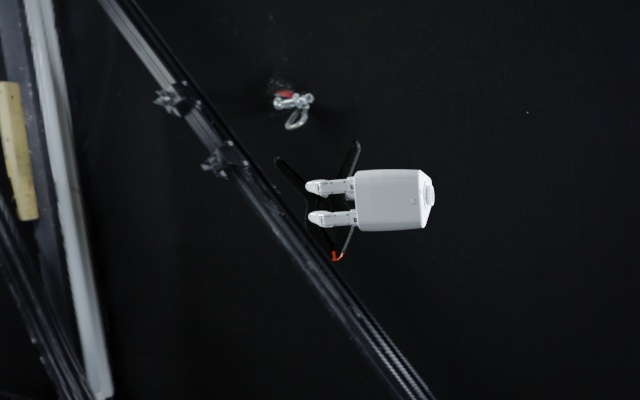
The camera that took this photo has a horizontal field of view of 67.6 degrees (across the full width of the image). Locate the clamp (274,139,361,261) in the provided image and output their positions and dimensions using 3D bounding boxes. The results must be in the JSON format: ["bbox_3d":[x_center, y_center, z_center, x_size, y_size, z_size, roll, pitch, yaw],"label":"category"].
[{"bbox_3d":[0.001,0.003,0.851,0.164,0.210,0.036,-2,9,23],"label":"clamp"}]
